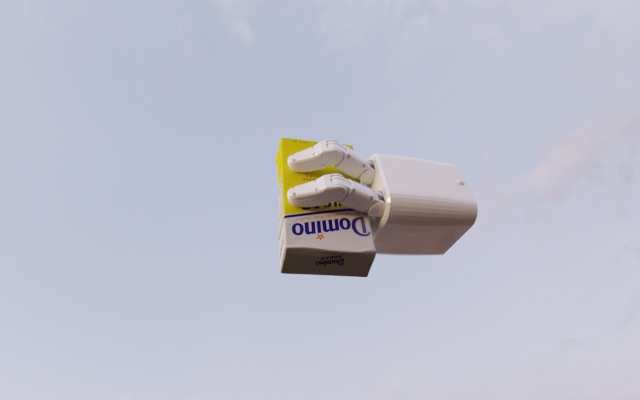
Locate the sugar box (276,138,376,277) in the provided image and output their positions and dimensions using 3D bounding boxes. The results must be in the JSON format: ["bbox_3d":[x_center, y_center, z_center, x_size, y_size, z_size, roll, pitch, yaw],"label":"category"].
[{"bbox_3d":[0.000,0.001,0.528,0.093,0.048,0.176,4,41,-11],"label":"sugar box"}]
